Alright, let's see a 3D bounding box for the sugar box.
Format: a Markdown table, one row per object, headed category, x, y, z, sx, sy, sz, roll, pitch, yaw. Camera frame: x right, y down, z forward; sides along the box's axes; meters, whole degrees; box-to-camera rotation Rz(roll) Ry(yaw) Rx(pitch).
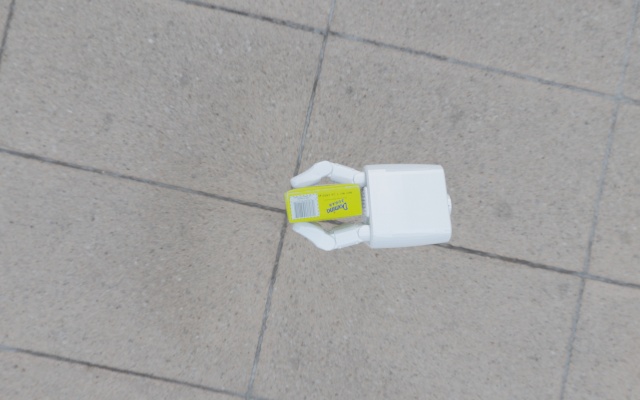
| category | x | y | z | sx | sy | sz | roll | pitch | yaw |
| --- | --- | --- | --- | --- | --- | --- | --- | --- | --- |
| sugar box | 0.000 | 0.003 | 0.664 | 0.093 | 0.048 | 0.176 | -5 | -1 | -2 |
